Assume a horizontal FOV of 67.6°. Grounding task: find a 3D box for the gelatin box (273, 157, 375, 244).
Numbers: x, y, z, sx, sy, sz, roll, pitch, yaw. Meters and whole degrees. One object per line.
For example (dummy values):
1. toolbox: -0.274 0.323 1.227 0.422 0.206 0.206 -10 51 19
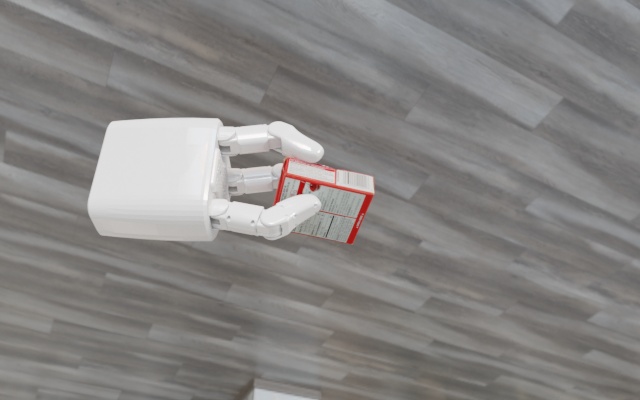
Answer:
1. gelatin box: 0.000 0.002 0.466 0.089 0.073 0.030 12 42 -6
